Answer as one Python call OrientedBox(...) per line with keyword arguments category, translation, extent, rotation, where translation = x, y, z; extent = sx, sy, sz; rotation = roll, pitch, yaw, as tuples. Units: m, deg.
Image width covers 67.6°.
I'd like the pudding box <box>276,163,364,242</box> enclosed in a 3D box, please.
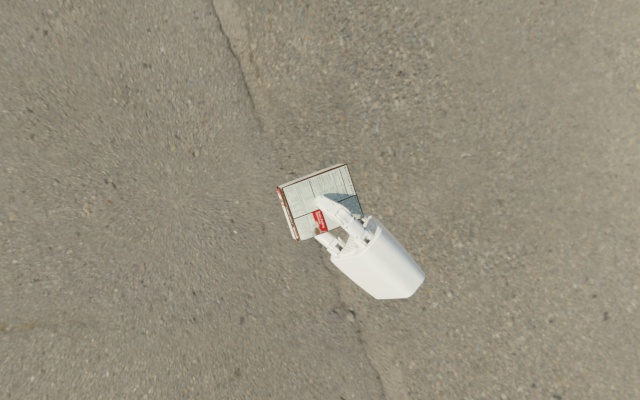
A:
OrientedBox(category="pudding box", translation=(0.000, 0.002, 0.725), extent=(0.113, 0.090, 0.039), rotation=(-21, 7, -16))
